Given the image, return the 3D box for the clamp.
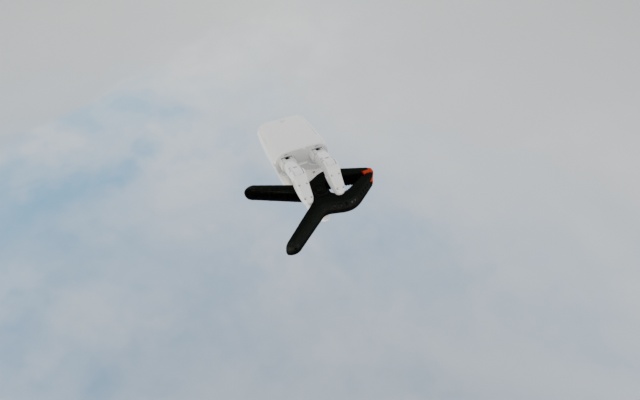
[{"bbox_3d":[0.001,0.003,0.764,0.210,0.036,0.164,-18,45,-15],"label":"clamp"}]
